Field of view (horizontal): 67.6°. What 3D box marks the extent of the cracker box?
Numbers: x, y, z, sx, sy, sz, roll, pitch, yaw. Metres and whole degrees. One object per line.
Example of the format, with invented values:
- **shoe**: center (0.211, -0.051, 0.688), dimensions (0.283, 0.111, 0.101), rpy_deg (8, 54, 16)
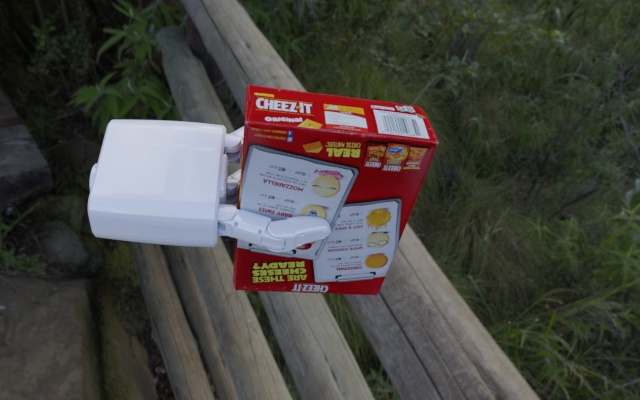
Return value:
- **cracker box**: center (0.000, 0.002, 0.476), dimensions (0.164, 0.214, 0.072), rpy_deg (4, 42, -9)
